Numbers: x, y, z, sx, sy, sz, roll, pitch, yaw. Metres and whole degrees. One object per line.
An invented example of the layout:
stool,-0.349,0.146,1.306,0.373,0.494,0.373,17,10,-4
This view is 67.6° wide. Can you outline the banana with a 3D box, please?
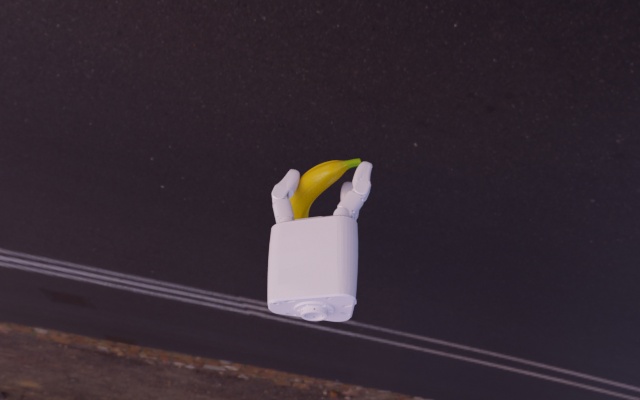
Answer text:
banana,-0.015,-0.004,0.713,0.069,0.037,0.198,14,-36,-23
